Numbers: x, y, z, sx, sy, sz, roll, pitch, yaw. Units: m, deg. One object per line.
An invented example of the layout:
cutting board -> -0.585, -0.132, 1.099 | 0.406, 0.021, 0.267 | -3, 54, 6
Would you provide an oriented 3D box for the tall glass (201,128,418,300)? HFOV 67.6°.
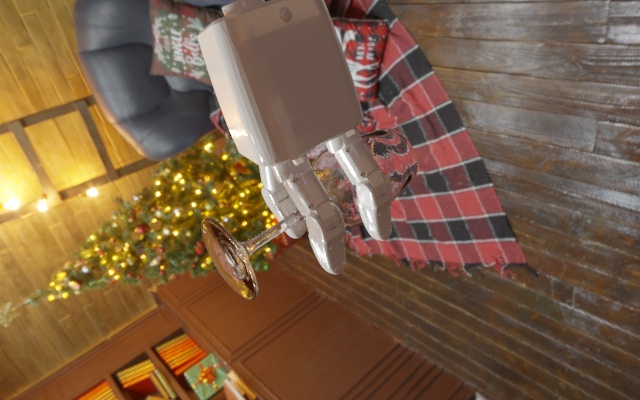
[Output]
tall glass -> 0.000, 0.002, 0.425 | 0.201, 0.079, 0.079 | -32, 17, -30
